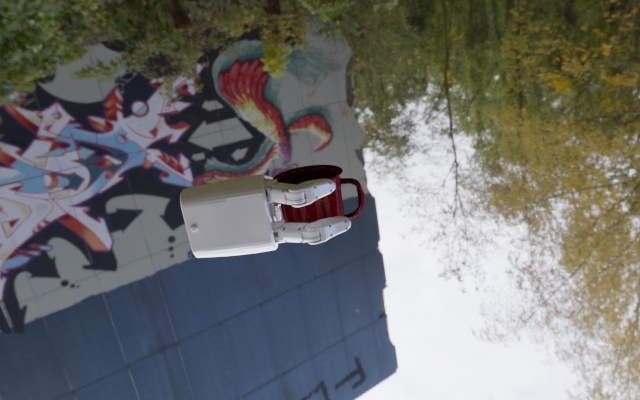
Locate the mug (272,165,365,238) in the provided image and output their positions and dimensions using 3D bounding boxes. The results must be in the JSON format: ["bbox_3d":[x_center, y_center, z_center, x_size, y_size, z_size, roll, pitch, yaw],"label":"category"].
[{"bbox_3d":[0.002,0.002,0.634,0.117,0.081,0.093,-7,18,3],"label":"mug"}]
